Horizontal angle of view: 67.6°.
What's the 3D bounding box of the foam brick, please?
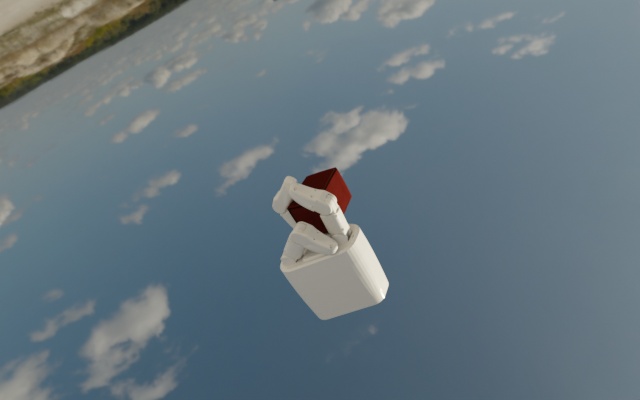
[{"bbox_3d":[0.000,0.002,0.649,0.053,0.051,0.078,-14,32,34],"label":"foam brick"}]
